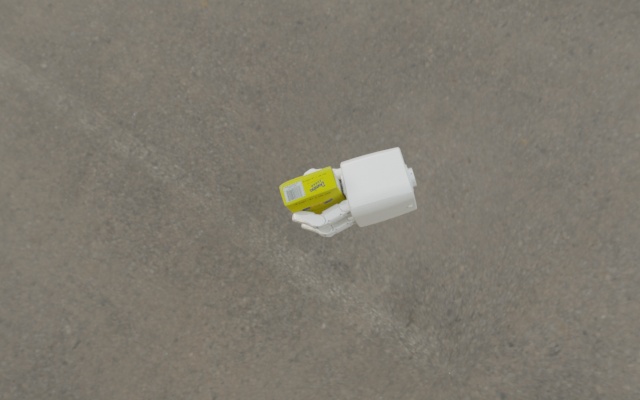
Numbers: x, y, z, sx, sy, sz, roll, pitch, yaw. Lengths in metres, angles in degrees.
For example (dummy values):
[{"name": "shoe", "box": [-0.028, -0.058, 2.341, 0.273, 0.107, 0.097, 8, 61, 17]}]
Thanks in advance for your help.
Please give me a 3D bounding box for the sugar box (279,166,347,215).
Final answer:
[{"name": "sugar box", "box": [0.000, 0.003, 0.846, 0.093, 0.048, 0.176, -19, -23, 9]}]
